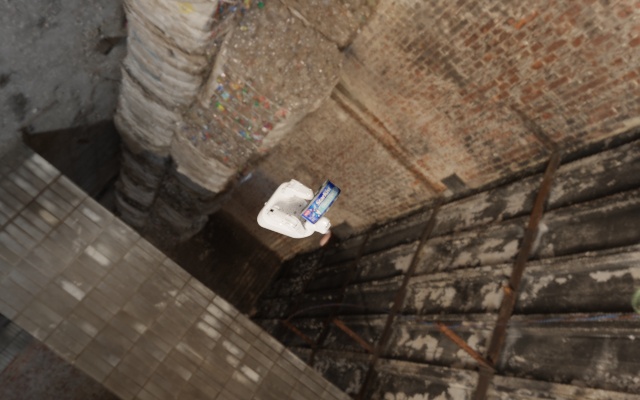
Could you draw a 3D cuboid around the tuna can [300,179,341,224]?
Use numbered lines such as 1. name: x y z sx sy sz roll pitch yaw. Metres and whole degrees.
1. tuna can: 0.001 0.003 0.894 0.034 0.086 0.086 39 -3 -4
